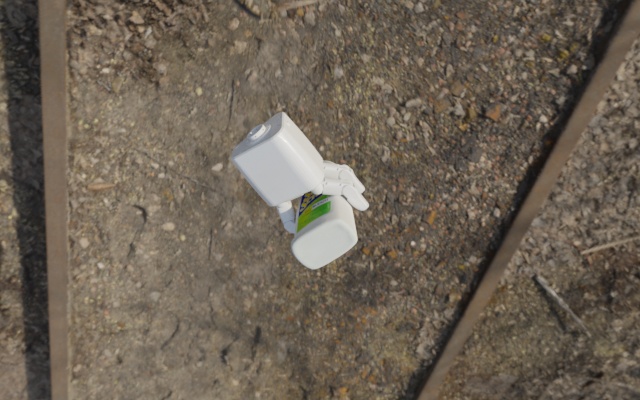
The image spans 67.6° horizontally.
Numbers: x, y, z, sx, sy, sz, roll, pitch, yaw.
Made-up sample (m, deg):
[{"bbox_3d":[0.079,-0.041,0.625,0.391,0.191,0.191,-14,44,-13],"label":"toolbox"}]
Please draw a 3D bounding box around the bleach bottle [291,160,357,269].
[{"bbox_3d":[0.000,0.003,0.820,0.102,0.068,0.250,-32,28,15],"label":"bleach bottle"}]
